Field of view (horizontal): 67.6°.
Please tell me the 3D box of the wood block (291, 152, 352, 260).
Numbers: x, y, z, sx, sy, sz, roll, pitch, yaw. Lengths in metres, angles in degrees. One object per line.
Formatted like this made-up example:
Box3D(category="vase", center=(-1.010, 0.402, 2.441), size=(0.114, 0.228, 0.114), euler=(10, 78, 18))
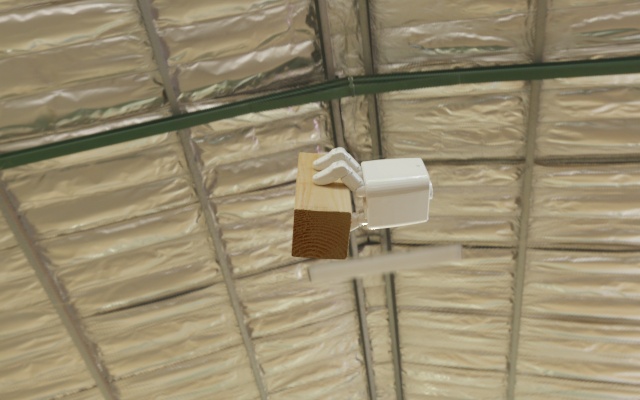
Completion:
Box3D(category="wood block", center=(0.001, 0.003, 0.818), size=(0.090, 0.091, 0.206), euler=(3, 29, -2))
